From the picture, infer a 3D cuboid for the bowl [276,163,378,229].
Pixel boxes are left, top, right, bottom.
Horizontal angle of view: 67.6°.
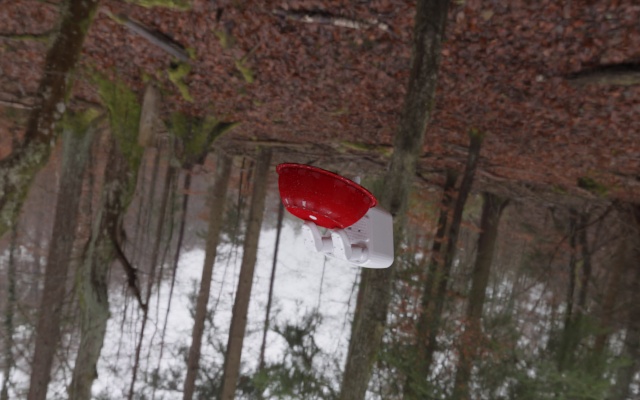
[{"bbox_3d":[-0.001,0.002,0.712,0.162,0.055,0.162,19,-13,5],"label":"bowl"}]
